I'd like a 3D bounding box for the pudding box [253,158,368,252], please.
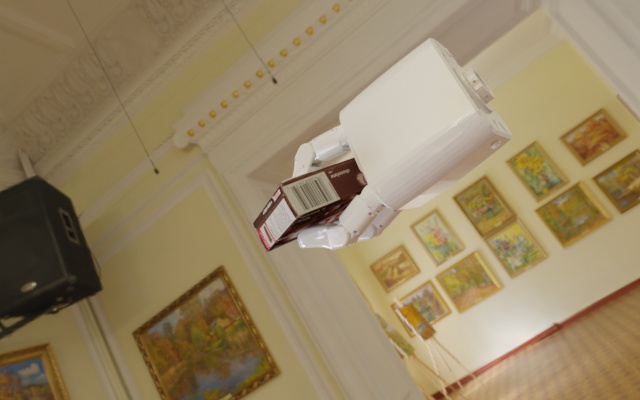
[{"bbox_3d":[0.000,0.001,0.467,0.113,0.039,0.090,-19,-17,-32],"label":"pudding box"}]
